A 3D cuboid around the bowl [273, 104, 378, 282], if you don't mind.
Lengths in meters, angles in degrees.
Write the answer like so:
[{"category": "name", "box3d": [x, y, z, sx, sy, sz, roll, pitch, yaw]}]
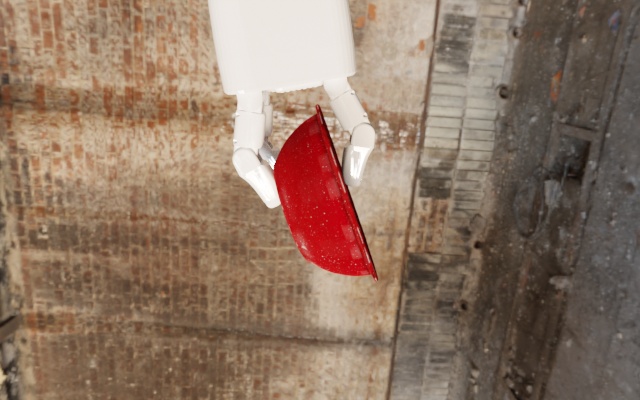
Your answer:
[{"category": "bowl", "box3d": [0.000, 0.003, 0.420, 0.055, 0.162, 0.162, -19, -2, 4]}]
